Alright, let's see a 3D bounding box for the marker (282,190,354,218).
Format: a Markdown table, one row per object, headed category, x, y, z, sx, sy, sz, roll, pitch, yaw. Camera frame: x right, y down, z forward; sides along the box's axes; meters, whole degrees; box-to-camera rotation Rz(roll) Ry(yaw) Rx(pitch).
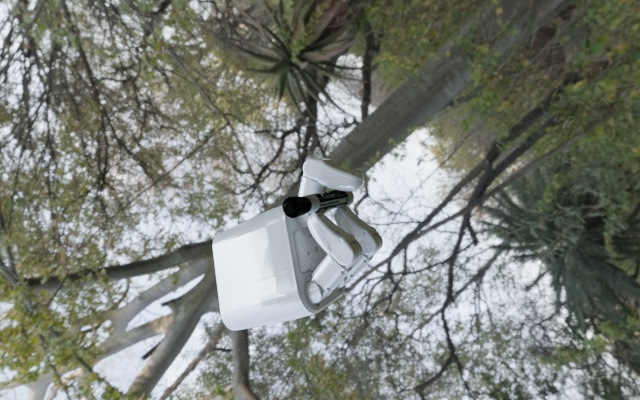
| category | x | y | z | sx | sy | sz | roll | pitch | yaw |
| --- | --- | --- | --- | --- | --- | --- | --- | --- | --- |
| marker | 0.000 | 0.001 | 0.455 | 0.020 | 0.020 | 0.121 | 0 | 5 | 27 |
